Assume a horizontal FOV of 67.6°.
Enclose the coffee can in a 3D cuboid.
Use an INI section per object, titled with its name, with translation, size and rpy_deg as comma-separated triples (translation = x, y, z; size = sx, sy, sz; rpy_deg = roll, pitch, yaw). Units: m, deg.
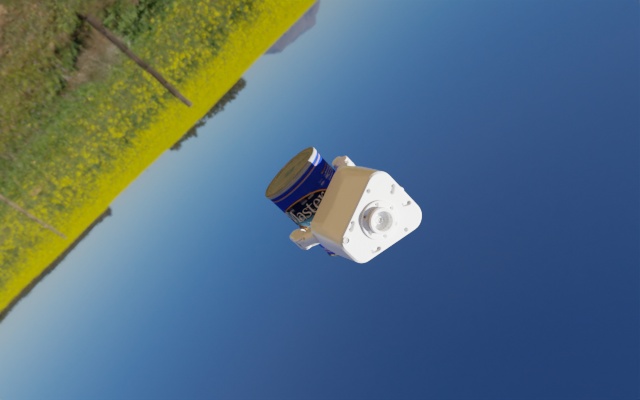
[coffee can]
translation = 0.000, 0.002, 0.736
size = 0.140, 0.102, 0.103
rpy_deg = 44, -17, -18
